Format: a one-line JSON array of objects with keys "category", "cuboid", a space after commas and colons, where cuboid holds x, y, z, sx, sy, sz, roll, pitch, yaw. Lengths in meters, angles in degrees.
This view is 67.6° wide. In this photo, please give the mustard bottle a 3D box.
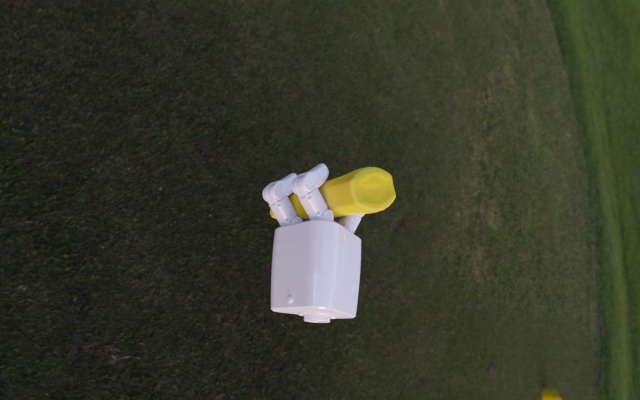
[{"category": "mustard bottle", "cuboid": [0.000, 0.002, 0.657, 0.191, 0.058, 0.096, -14, -1, 41]}]
